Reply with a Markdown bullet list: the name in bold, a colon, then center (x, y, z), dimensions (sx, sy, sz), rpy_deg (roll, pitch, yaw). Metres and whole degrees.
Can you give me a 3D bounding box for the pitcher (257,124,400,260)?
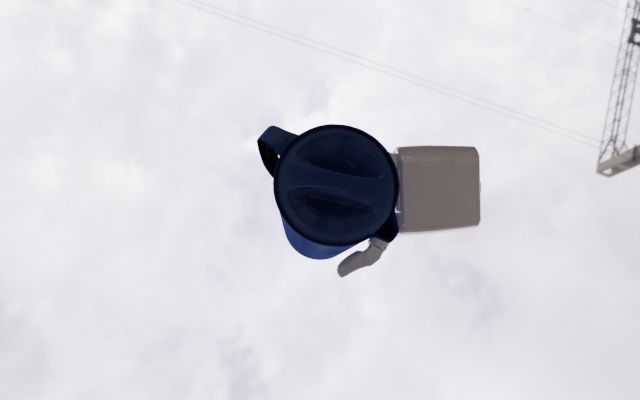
- **pitcher**: center (0.000, 0.002, 0.607), dimensions (0.145, 0.149, 0.243), rpy_deg (-5, -13, -6)
